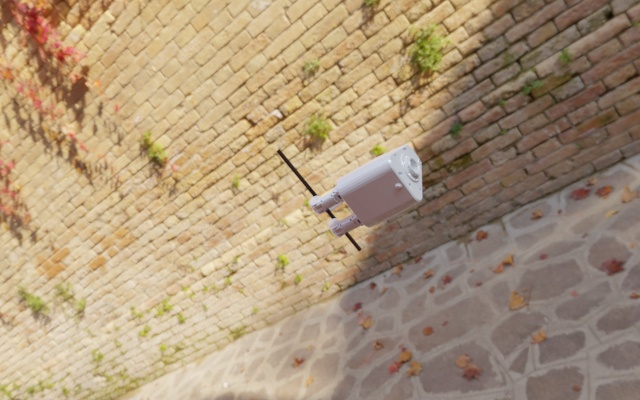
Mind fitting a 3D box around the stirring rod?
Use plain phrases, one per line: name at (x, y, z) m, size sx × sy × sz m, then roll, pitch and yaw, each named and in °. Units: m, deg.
stirring rod at (0.000, 0.003, 0.858) m, size 0.011 × 0.239 × 0.011 m, roll -36°, pitch 16°, yaw 12°
